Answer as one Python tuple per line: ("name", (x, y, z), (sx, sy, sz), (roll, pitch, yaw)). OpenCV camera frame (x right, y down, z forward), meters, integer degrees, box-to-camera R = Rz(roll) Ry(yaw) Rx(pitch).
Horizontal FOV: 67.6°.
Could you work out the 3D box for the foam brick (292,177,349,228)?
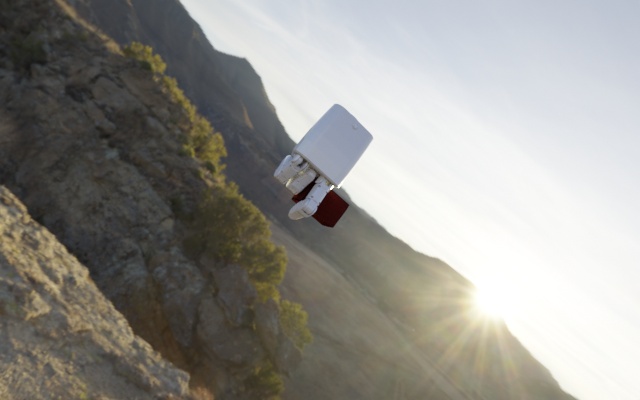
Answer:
("foam brick", (0.000, 0.003, 0.824), (0.078, 0.051, 0.053), (41, -11, -20))
